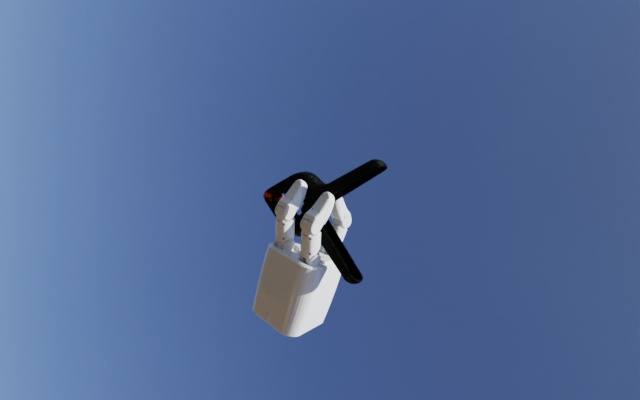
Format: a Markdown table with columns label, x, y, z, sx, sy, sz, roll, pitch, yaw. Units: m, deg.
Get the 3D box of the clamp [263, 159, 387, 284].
| label | x | y | z | sx | sy | sz | roll | pitch | yaw |
| --- | --- | --- | --- | --- | --- | --- | --- | --- | --- |
| clamp | 0.000 | 0.002 | 0.675 | 0.210 | 0.164 | 0.036 | 24 | 10 | 41 |
